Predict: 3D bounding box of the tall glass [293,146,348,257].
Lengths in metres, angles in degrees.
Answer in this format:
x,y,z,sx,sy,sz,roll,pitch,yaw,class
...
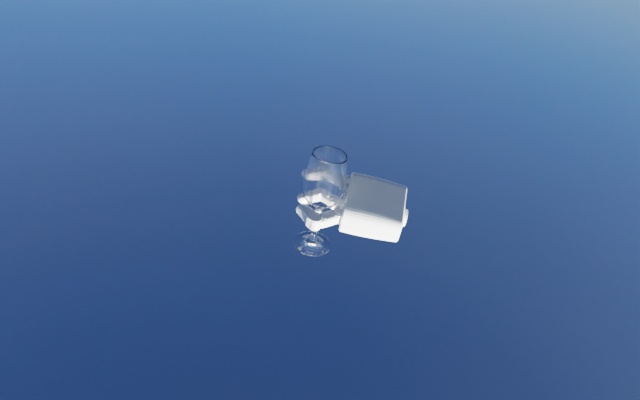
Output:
x,y,z,sx,sy,sz,roll,pitch,yaw,class
0.000,0.003,0.866,0.079,0.201,0.079,7,34,-5,tall glass
